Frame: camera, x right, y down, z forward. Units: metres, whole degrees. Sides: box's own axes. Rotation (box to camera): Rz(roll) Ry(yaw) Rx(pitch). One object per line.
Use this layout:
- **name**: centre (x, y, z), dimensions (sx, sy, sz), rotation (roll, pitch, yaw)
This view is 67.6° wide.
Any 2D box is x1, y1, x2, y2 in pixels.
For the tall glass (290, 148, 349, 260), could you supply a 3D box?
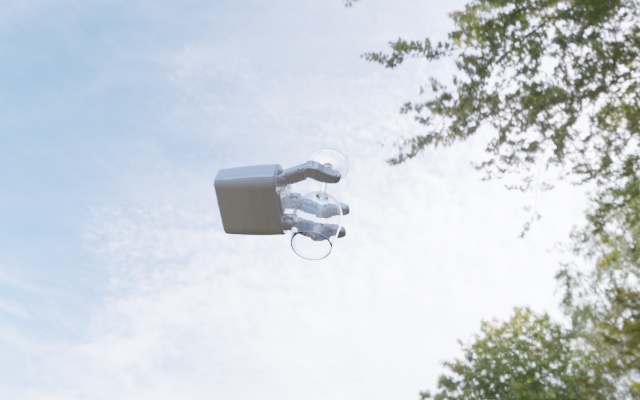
- **tall glass**: centre (0.000, 0.002, 0.771), dimensions (0.079, 0.079, 0.201), rotation (0, 40, 10)
